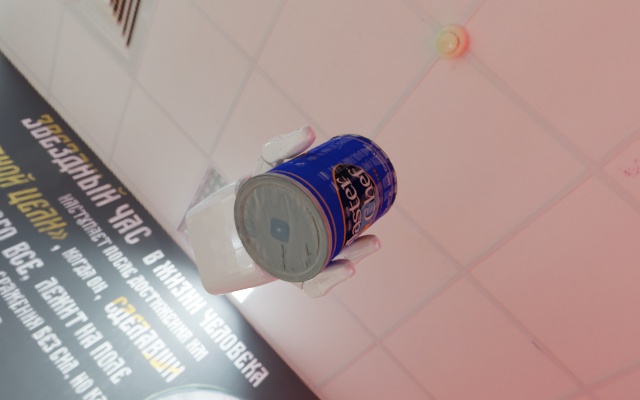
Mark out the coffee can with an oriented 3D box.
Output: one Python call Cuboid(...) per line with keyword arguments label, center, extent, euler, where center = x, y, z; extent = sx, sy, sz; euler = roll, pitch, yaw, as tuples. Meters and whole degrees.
Cuboid(label="coffee can", center=(0.000, 0.001, 0.467), extent=(0.103, 0.103, 0.140), euler=(0, 21, 35))
